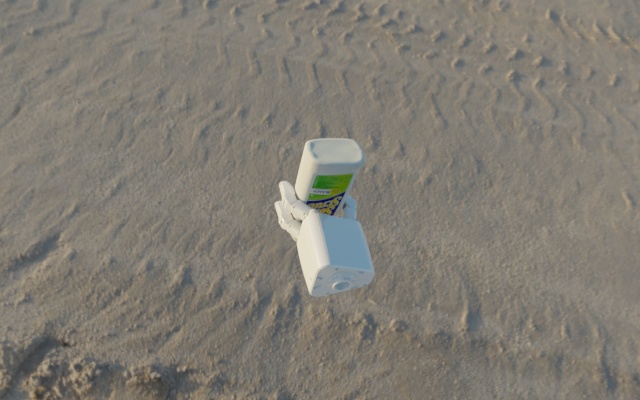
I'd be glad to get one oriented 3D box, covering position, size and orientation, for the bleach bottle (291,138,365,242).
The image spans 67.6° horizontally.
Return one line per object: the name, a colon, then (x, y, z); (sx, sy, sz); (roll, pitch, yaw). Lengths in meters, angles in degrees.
bleach bottle: (0.000, 0.003, 0.868); (0.102, 0.068, 0.251); (-2, -42, -16)
